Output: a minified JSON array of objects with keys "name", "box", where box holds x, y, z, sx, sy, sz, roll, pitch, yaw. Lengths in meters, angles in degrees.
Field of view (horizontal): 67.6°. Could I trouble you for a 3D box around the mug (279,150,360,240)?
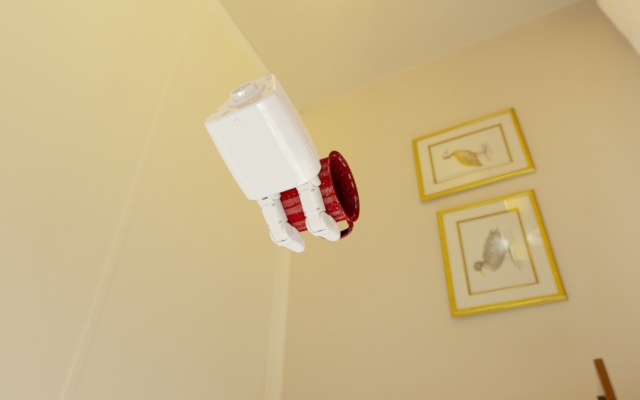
[{"name":"mug","box":[0.001,0.003,0.613,0.081,0.117,0.093,-17,29,21]}]
